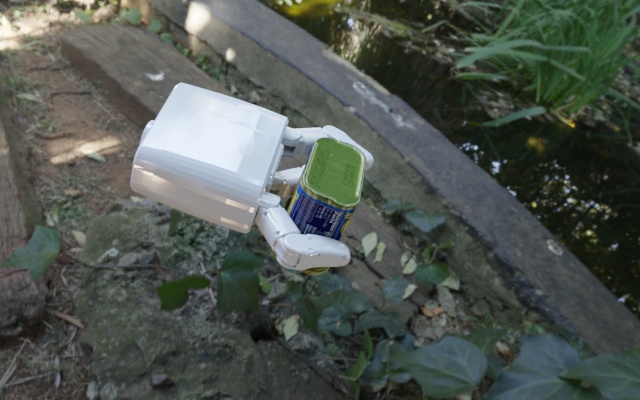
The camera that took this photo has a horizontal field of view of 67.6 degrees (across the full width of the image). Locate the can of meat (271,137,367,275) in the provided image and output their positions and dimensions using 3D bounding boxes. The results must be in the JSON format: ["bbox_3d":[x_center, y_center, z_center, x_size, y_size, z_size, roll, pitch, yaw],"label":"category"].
[{"bbox_3d":[0.000,0.001,0.436,0.057,0.084,0.102,21,37,-5],"label":"can of meat"}]
